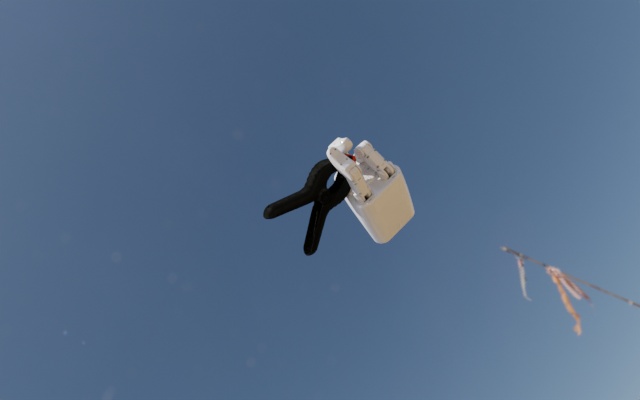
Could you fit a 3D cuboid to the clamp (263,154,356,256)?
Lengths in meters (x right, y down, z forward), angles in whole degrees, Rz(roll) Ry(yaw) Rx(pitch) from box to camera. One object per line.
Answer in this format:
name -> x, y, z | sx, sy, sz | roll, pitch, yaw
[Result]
clamp -> 0.000, 0.002, 0.747 | 0.039, 0.171, 0.120 | 32, -20, 46
